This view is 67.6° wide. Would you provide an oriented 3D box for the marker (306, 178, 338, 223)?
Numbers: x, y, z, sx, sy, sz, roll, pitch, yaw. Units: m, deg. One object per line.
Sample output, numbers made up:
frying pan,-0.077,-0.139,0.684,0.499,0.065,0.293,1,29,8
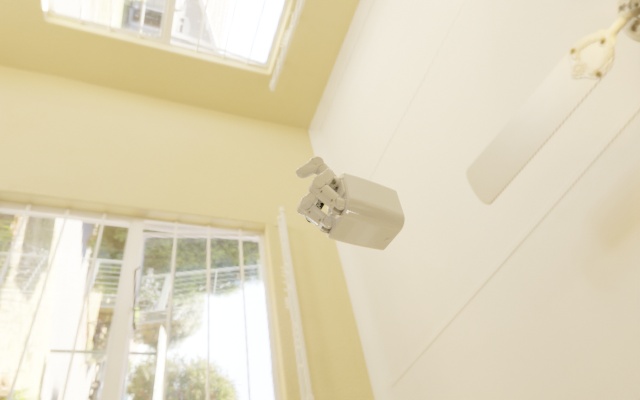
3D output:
marker,0.000,0.003,0.852,0.020,0.020,0.121,0,-35,-25
